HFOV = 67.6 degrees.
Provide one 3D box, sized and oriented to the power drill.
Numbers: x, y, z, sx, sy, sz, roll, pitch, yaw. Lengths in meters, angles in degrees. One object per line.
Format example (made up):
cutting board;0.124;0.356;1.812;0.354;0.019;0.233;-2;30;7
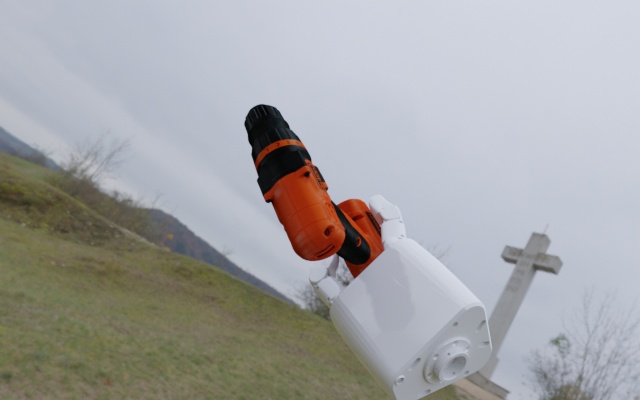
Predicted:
power drill;0.000;0.002;0.496;0.057;0.184;0.188;-34;-36;14
